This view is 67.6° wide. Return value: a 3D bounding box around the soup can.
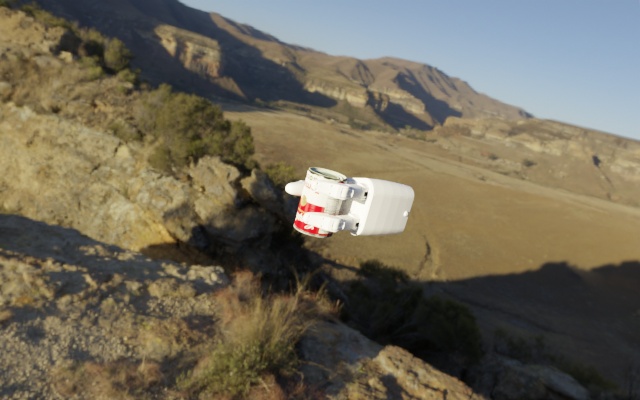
[{"bbox_3d":[0.000,0.002,0.797,0.068,0.102,0.068,14,14,-3],"label":"soup can"}]
